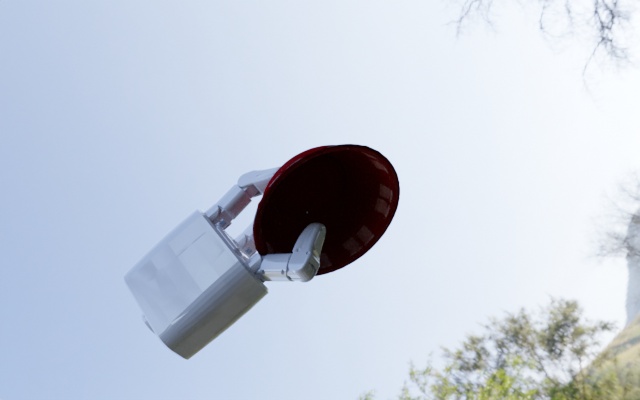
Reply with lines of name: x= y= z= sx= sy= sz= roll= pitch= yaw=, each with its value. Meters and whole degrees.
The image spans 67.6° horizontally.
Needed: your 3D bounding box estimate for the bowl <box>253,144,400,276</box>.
bowl: x=0.001 y=0.001 z=0.498 sx=0.162 sy=0.162 sz=0.055 roll=0 pitch=34 yaw=-28
